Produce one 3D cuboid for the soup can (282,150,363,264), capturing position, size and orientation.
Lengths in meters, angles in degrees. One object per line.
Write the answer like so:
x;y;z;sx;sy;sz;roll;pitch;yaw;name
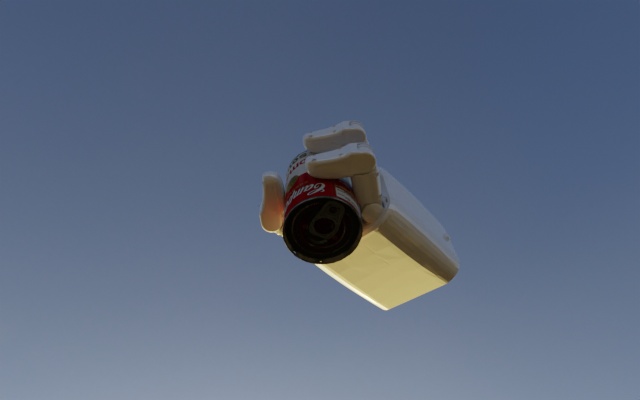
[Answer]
0.000;0.001;0.444;0.068;0.068;0.102;0;30;-3;soup can
